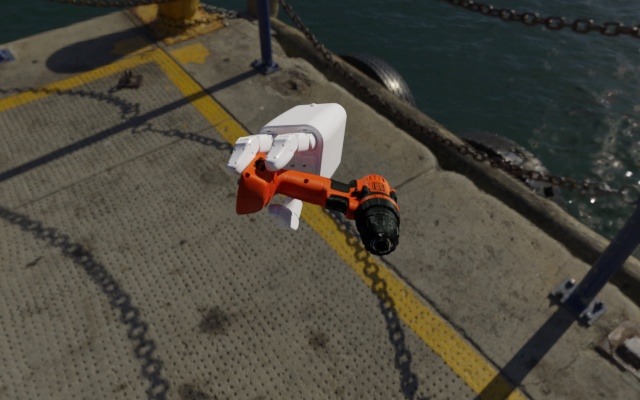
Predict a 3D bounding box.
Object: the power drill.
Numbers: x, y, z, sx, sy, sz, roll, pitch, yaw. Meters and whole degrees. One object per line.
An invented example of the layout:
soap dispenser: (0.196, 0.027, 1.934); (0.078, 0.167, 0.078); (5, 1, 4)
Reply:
power drill: (0.000, 0.002, 0.565); (0.187, 0.057, 0.184); (13, 18, -1)
